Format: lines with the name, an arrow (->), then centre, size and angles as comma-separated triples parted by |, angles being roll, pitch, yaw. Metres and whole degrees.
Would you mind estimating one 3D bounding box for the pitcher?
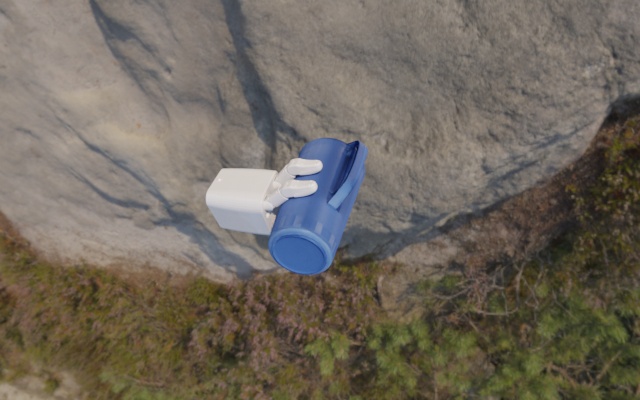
pitcher -> 0.000, 0.003, 0.832 | 0.145, 0.149, 0.242 | 5, 42, 13
